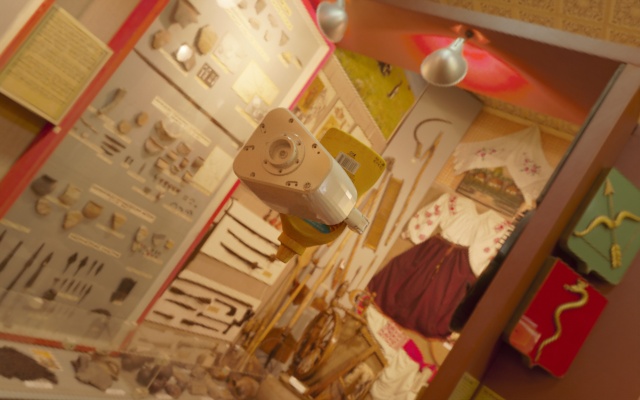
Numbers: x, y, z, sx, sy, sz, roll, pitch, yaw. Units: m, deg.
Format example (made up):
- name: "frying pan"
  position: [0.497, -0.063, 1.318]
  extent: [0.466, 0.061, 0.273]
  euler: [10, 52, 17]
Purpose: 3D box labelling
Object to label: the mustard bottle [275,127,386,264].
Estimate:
- name: "mustard bottle"
  position: [0.000, 0.002, 0.651]
  extent: [0.096, 0.191, 0.058]
  euler: [35, -7, 0]
